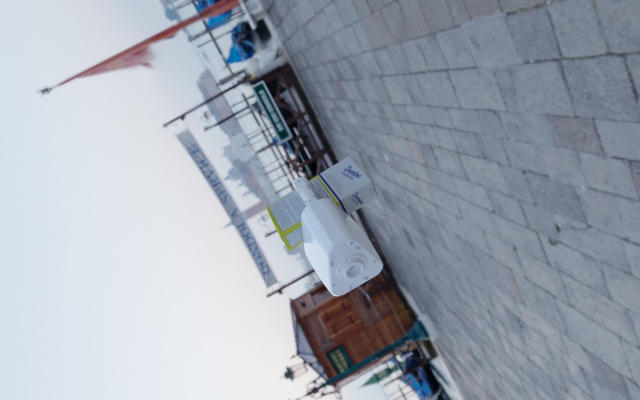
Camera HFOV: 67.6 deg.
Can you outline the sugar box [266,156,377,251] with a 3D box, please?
[{"bbox_3d":[0.000,0.003,0.817,0.176,0.048,0.093,-29,41,-5],"label":"sugar box"}]
